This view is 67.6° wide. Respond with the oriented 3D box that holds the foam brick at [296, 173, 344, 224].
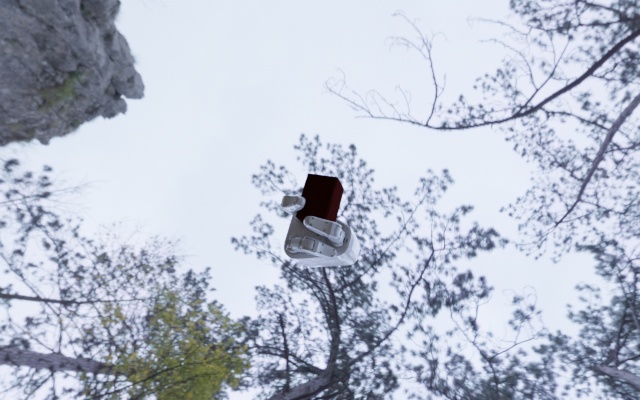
[{"bbox_3d":[0.000,0.002,0.772,0.053,0.078,0.051,11,-14,20],"label":"foam brick"}]
